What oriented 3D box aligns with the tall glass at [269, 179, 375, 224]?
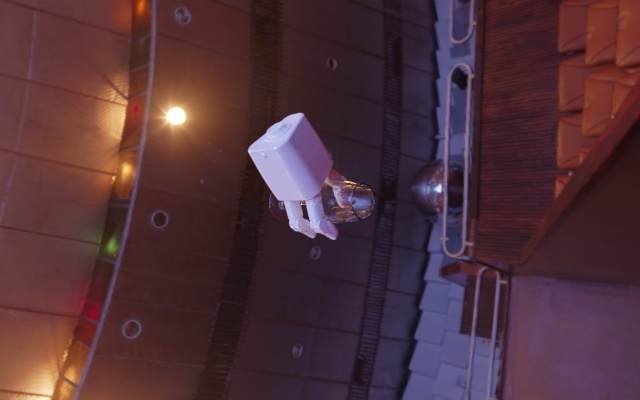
[{"bbox_3d":[0.000,0.003,0.857,0.201,0.079,0.079,-1,-1,44],"label":"tall glass"}]
